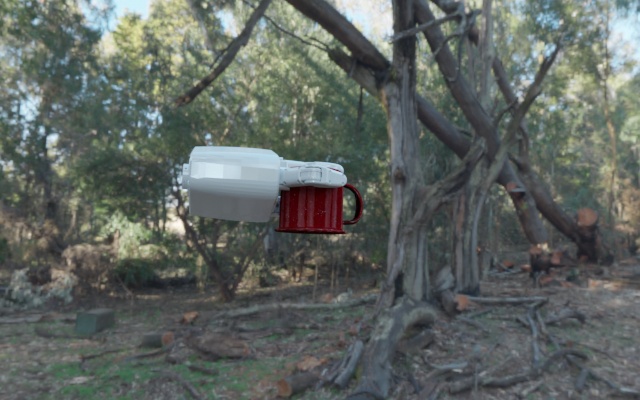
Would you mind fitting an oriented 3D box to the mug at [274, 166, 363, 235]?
[{"bbox_3d":[0.002,0.002,0.623,0.117,0.081,0.093,4,-6,-14],"label":"mug"}]
